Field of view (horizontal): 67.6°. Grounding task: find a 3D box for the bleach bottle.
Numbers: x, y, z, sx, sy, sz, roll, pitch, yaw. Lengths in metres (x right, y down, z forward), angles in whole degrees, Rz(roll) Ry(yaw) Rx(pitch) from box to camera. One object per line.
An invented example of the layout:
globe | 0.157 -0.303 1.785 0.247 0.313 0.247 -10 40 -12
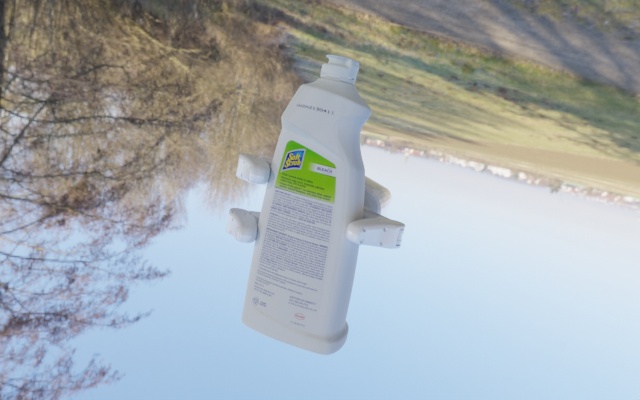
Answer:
bleach bottle | 0.000 0.001 0.427 0.102 0.251 0.068 15 10 15
